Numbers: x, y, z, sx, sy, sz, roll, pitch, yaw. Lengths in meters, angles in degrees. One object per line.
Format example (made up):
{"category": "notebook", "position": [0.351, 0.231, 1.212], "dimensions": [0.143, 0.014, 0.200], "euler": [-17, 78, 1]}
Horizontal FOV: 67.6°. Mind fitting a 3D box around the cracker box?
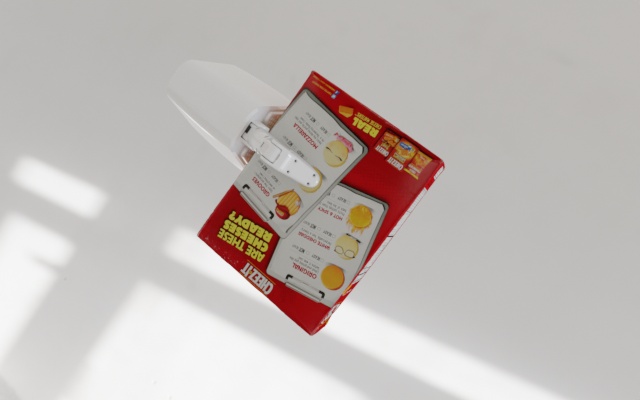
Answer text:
{"category": "cracker box", "position": [0.000, 0.001, 0.502], "dimensions": [0.164, 0.214, 0.072], "euler": [38, 8, 16]}
